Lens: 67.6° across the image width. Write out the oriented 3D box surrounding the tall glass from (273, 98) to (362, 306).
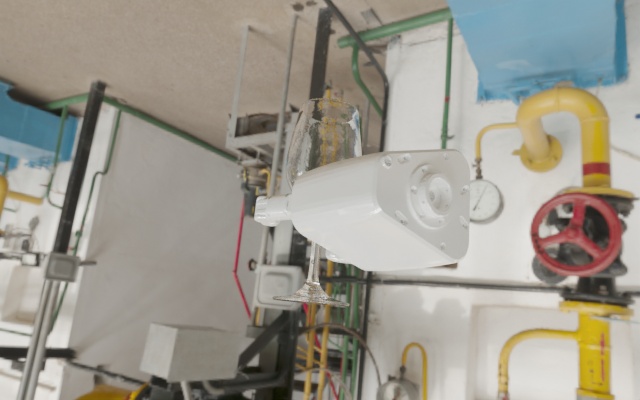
[{"bbox_3d":[0.000,0.002,0.481,0.079,0.201,0.079,5,-13,1],"label":"tall glass"}]
